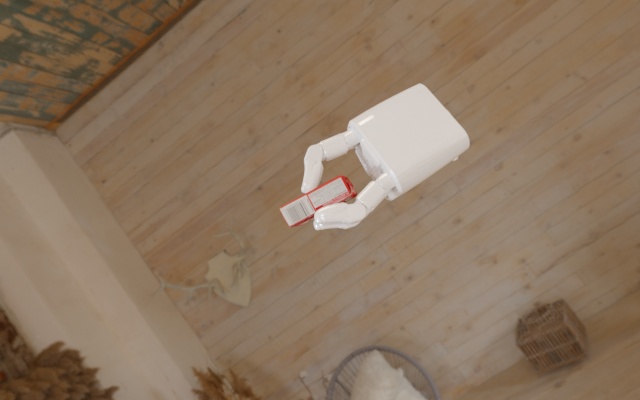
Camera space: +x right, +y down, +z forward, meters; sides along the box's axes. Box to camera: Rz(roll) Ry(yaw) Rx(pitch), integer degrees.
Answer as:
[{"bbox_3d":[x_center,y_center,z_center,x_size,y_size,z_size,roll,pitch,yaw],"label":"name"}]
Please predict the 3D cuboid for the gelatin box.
[{"bbox_3d":[0.000,0.002,0.599,0.089,0.030,0.073,-28,-5,7],"label":"gelatin box"}]
